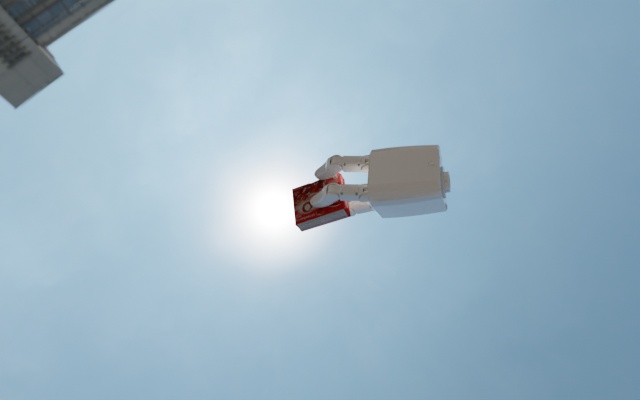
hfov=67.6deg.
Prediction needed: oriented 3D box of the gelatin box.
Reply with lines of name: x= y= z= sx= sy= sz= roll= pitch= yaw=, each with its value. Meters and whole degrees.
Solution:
gelatin box: x=0.000 y=0.003 z=0.778 sx=0.089 sy=0.073 sz=0.030 roll=-19 pitch=-37 yaw=14
